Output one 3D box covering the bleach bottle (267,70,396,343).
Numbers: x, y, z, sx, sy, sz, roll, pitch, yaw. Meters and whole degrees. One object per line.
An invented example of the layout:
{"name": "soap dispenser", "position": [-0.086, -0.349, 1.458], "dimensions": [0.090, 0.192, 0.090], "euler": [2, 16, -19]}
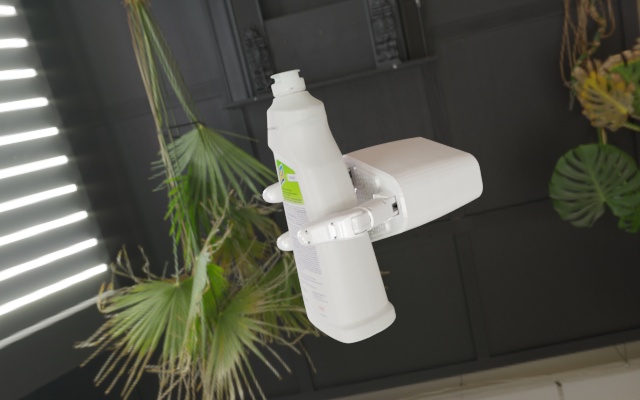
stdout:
{"name": "bleach bottle", "position": [0.000, 0.002, 0.461], "dimensions": [0.068, 0.251, 0.102], "euler": [-19, 12, -26]}
